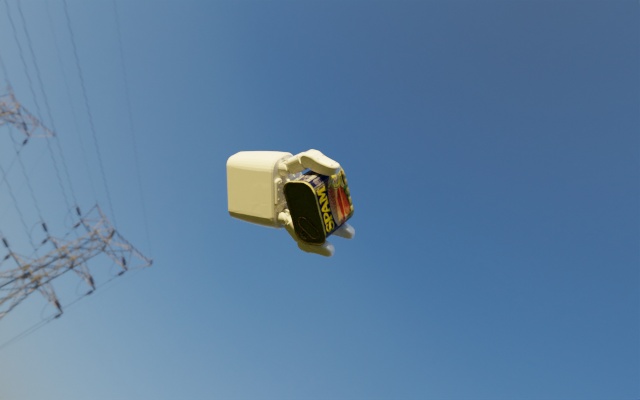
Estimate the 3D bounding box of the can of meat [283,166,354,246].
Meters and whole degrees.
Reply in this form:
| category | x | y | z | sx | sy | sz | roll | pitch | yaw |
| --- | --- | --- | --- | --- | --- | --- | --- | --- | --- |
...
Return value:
| category | x | y | z | sx | sy | sz | roll | pitch | yaw |
| --- | --- | --- | --- | --- | --- | --- | --- | --- | --- |
| can of meat | 0.000 | 0.002 | 0.709 | 0.057 | 0.102 | 0.084 | 3 | 27 | 38 |
